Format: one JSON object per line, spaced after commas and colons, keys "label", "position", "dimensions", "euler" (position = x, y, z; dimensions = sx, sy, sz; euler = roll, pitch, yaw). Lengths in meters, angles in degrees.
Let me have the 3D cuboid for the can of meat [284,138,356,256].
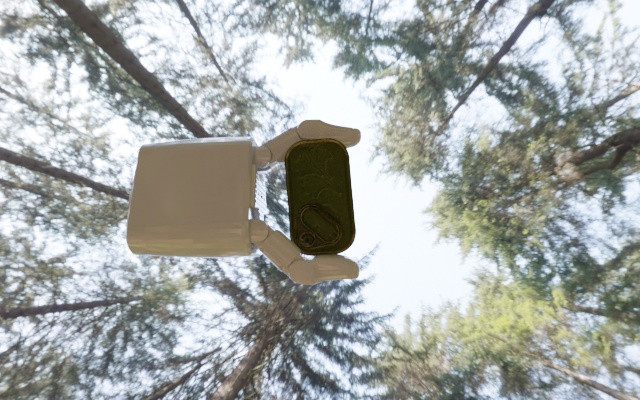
{"label": "can of meat", "position": [0.000, 0.001, 0.453], "dimensions": [0.057, 0.102, 0.084], "euler": [-5, -7, 0]}
